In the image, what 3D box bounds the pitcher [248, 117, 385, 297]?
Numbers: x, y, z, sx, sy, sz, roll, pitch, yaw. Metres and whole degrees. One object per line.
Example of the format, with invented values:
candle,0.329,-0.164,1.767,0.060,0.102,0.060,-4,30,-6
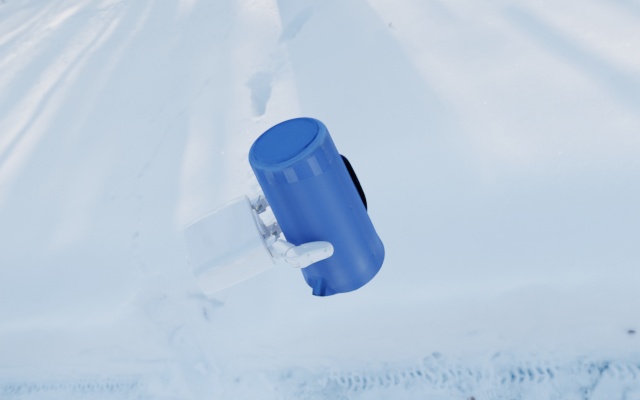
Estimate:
pitcher,0.000,0.002,0.673,0.145,0.243,0.149,-26,37,-2
